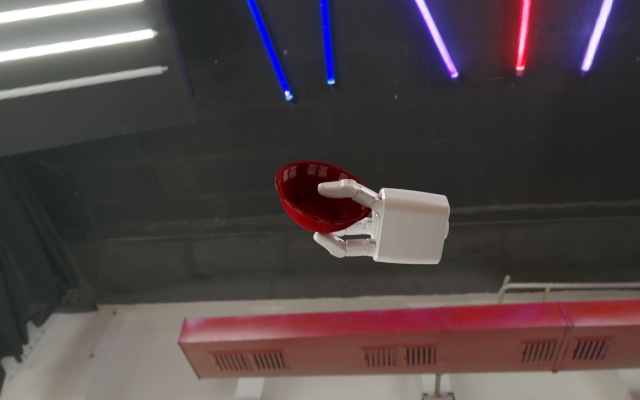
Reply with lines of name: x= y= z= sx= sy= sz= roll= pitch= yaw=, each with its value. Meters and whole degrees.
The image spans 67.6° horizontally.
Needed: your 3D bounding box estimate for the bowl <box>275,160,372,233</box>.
bowl: x=-0.001 y=0.002 z=0.772 sx=0.162 sy=0.055 sz=0.162 roll=13 pitch=35 yaw=-10
